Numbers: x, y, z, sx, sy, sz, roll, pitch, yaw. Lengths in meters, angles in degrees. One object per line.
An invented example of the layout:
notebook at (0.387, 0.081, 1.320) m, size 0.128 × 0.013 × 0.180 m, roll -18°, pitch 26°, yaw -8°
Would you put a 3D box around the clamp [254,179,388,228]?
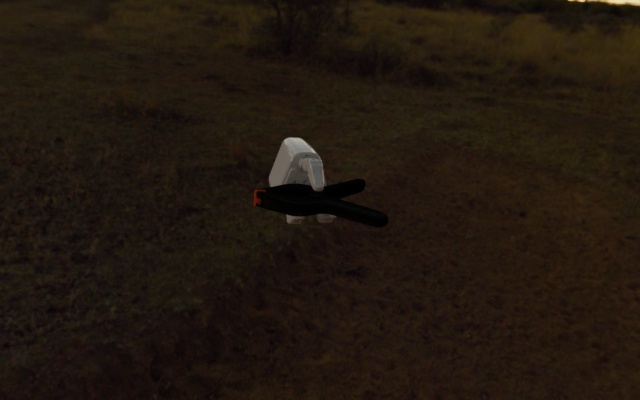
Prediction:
clamp at (0.000, 0.002, 0.774) m, size 0.210 × 0.036 × 0.164 m, roll -1°, pitch 23°, yaw -16°
